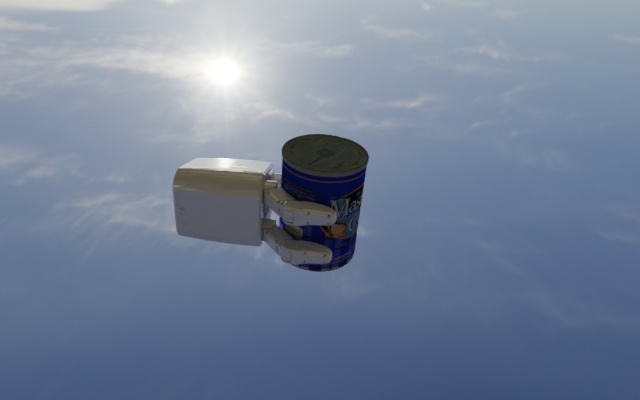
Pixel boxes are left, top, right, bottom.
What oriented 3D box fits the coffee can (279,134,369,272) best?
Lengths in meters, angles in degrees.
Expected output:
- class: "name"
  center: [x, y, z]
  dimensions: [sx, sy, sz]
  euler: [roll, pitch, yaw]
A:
- class: "coffee can"
  center: [0.000, 0.002, 0.594]
  dimensions: [0.103, 0.140, 0.102]
  euler: [4, 31, -2]
